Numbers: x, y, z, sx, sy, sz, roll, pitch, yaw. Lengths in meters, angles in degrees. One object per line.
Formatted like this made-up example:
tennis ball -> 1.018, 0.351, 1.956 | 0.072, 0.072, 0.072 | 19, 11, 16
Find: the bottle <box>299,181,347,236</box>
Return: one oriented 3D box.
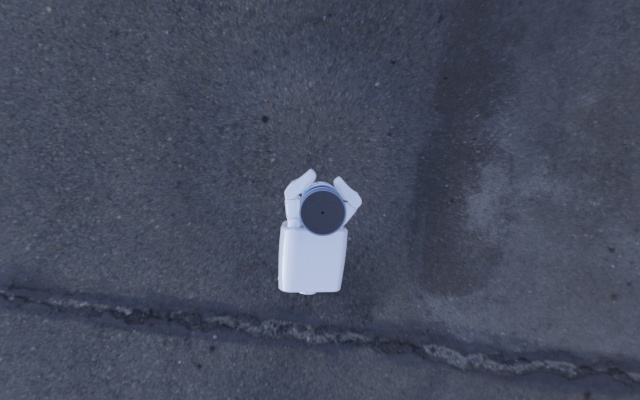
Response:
bottle -> 0.000, 0.003, 0.809 | 0.069, 0.069, 0.295 | 0, 6, -1
